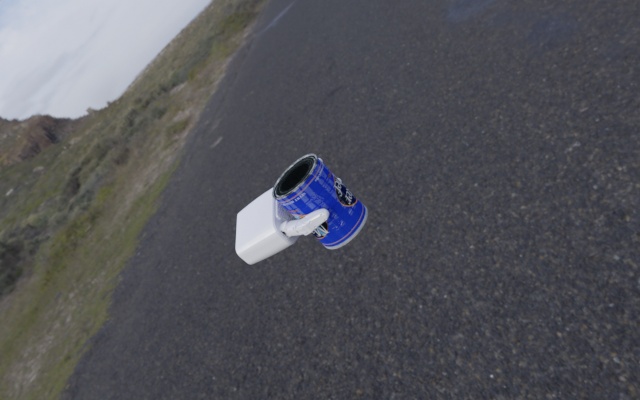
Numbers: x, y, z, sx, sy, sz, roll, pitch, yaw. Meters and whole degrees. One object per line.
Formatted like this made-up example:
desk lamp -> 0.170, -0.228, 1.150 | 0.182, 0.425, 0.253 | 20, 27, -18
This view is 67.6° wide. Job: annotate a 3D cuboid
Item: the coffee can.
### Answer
coffee can -> 0.000, 0.003, 0.833 | 0.140, 0.102, 0.103 | 45, -22, -24
